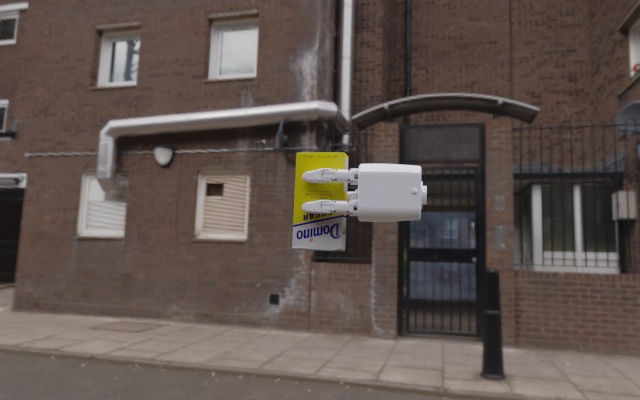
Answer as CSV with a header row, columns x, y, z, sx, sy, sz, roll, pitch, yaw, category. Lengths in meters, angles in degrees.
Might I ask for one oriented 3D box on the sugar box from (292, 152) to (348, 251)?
x,y,z,sx,sy,sz,roll,pitch,yaw,category
0.000,0.003,0.867,0.093,0.176,0.048,0,-7,13,sugar box
